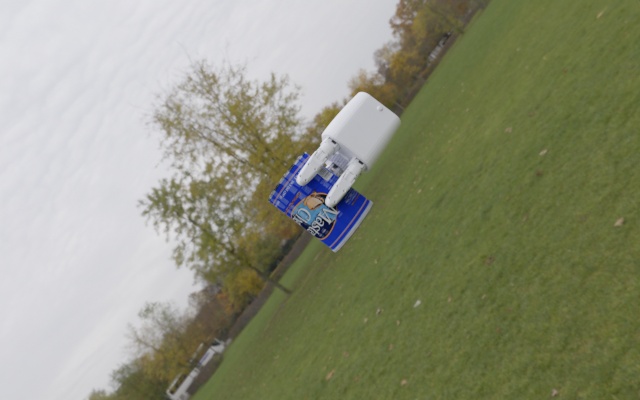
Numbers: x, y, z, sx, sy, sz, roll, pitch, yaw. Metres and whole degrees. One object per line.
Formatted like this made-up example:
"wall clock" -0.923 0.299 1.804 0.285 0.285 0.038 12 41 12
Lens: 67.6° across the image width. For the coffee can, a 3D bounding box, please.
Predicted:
"coffee can" 0.000 0.003 0.782 0.140 0.103 0.103 37 0 0
